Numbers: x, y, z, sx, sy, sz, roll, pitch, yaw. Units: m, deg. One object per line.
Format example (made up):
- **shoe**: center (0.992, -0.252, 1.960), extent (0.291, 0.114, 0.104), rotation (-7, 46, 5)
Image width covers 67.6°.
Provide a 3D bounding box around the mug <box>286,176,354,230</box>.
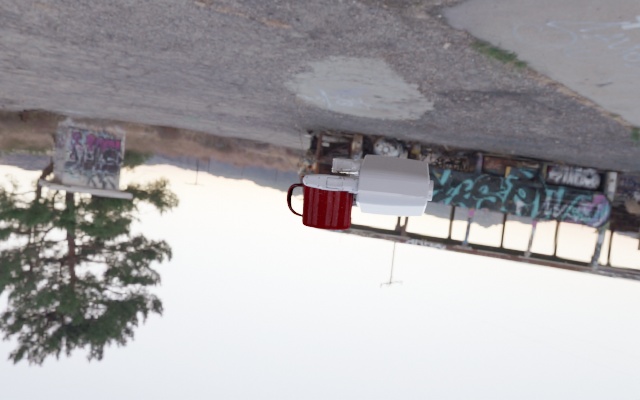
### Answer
- **mug**: center (-0.001, 0.003, 0.786), extent (0.117, 0.081, 0.093), rotation (5, 3, 10)
